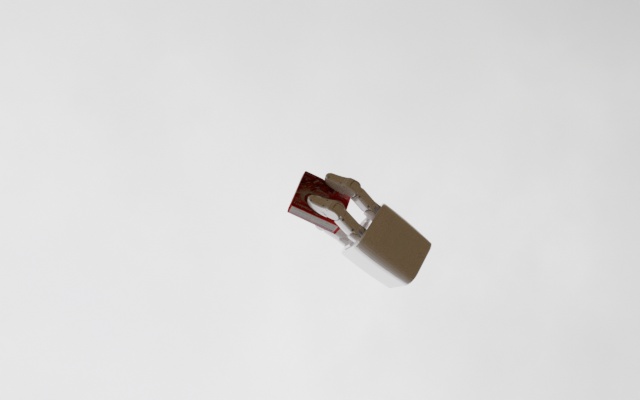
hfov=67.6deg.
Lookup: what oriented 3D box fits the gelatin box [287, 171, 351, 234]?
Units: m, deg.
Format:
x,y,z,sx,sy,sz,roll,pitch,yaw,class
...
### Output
x,y,z,sx,sy,sz,roll,pitch,yaw,class
0.000,0.003,0.776,0.089,0.073,0.030,25,-33,-5,gelatin box
